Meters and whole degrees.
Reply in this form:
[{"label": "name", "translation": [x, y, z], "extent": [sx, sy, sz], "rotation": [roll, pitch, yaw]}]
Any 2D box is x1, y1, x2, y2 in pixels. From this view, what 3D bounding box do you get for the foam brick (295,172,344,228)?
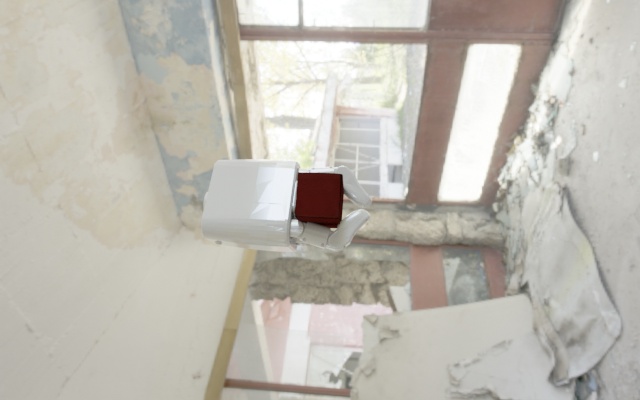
[{"label": "foam brick", "translation": [0.000, 0.002, 0.563], "extent": [0.051, 0.053, 0.078], "rotation": [4, -12, 4]}]
